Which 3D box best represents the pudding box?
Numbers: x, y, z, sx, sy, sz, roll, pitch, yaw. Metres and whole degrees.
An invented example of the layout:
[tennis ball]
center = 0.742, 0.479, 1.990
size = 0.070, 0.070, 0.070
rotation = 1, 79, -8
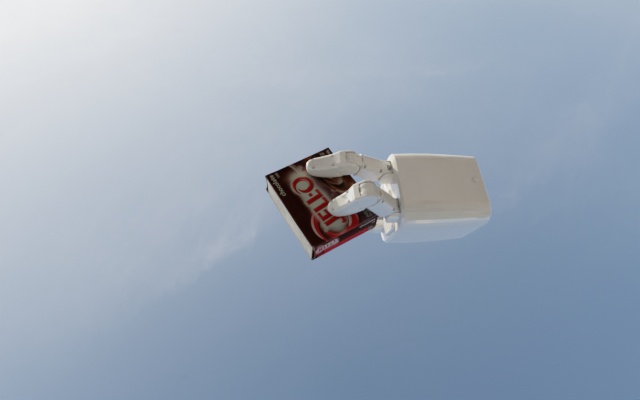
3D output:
[pudding box]
center = 0.000, 0.002, 0.561
size = 0.090, 0.113, 0.039
rotation = -26, -29, -21
